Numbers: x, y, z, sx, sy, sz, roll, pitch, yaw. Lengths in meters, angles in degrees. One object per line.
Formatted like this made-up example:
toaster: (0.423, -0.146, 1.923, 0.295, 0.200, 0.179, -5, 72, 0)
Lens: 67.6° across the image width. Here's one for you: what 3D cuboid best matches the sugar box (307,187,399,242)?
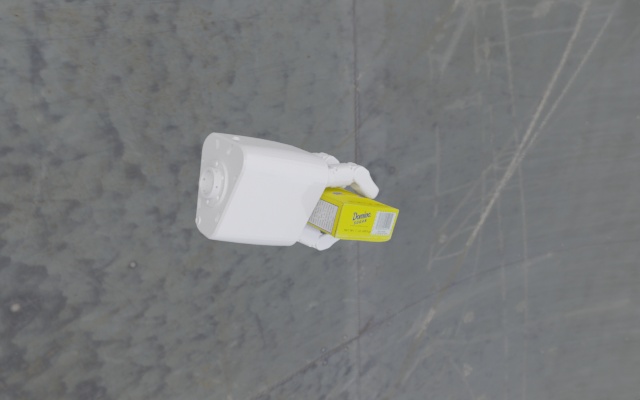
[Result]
sugar box: (0.000, 0.001, 0.592, 0.093, 0.048, 0.176, 7, 13, -41)
